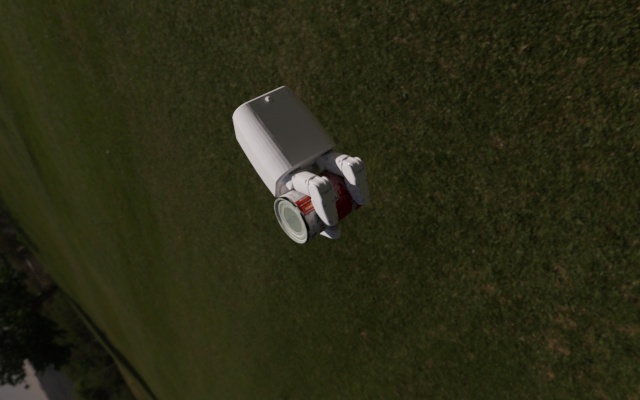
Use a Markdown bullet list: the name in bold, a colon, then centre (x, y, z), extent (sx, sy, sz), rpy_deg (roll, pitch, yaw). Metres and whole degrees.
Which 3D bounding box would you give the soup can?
- **soup can**: centre (0.000, 0.003, 0.615), extent (0.102, 0.068, 0.068), rpy_deg (-32, 17, -29)
